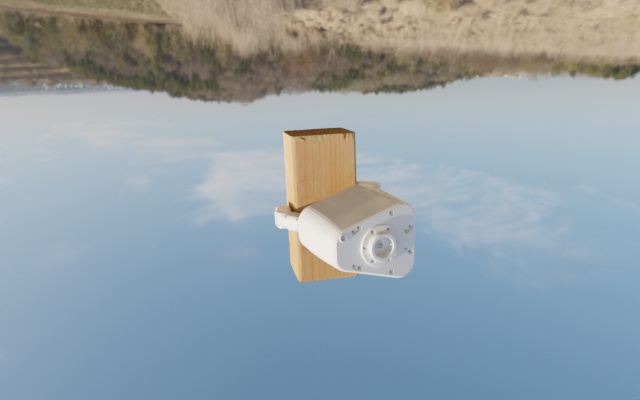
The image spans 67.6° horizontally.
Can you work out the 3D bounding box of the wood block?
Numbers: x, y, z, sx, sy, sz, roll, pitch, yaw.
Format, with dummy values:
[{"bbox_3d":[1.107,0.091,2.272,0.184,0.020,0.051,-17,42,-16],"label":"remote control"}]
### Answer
[{"bbox_3d":[0.000,0.003,0.695,0.091,0.206,0.090,-5,14,-11],"label":"wood block"}]
